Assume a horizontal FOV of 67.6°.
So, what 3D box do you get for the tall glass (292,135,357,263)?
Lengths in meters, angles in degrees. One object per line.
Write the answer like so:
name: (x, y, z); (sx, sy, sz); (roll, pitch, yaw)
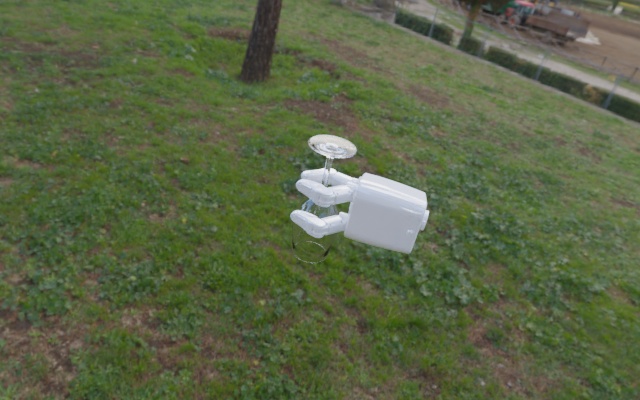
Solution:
tall glass: (0.000, 0.002, 0.757); (0.079, 0.201, 0.079); (9, 31, -6)
